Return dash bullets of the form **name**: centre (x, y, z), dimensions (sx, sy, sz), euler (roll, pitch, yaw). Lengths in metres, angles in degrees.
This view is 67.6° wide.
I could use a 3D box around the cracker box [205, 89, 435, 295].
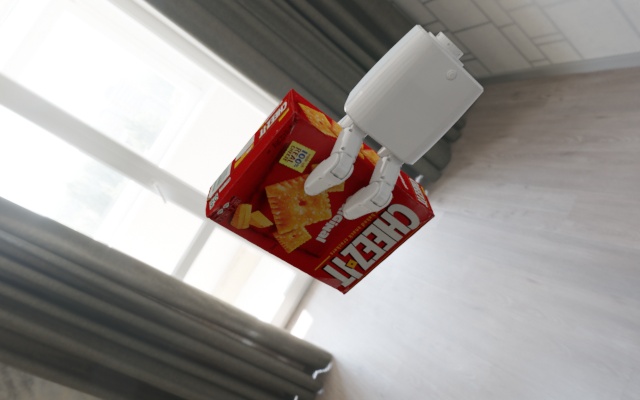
- **cracker box**: centre (0.000, 0.002, 0.560), dimensions (0.214, 0.164, 0.072), euler (33, 26, -25)
